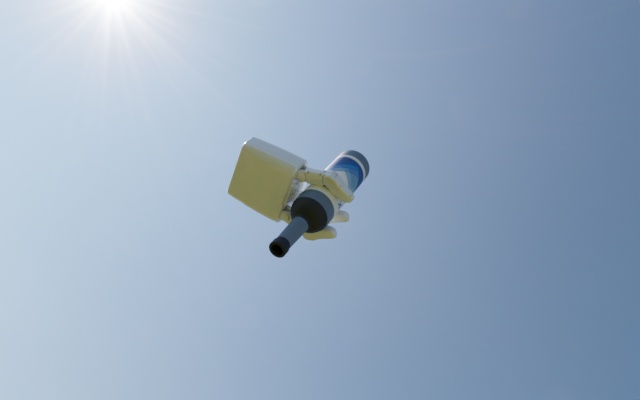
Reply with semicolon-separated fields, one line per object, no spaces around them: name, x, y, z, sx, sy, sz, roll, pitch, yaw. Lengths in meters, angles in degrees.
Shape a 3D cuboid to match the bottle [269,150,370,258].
bottle;0.000;0.003;0.796;0.069;0.069;0.295;0;28;29
